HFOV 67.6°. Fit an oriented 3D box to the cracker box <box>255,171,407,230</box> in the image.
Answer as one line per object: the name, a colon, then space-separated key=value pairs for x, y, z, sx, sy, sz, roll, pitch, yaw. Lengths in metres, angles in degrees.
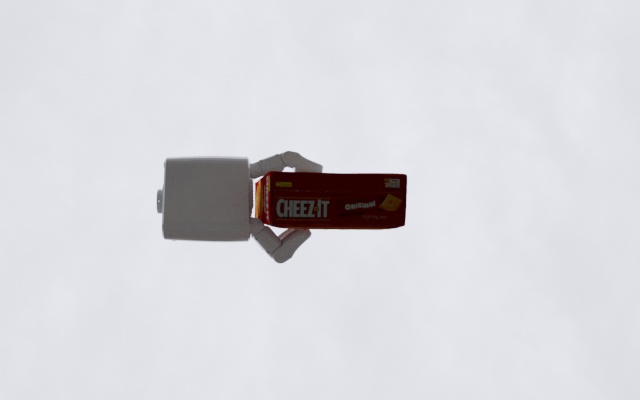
cracker box: x=0.000 y=0.002 z=0.644 sx=0.164 sy=0.072 sz=0.213 roll=0 pitch=0 yaw=-12
